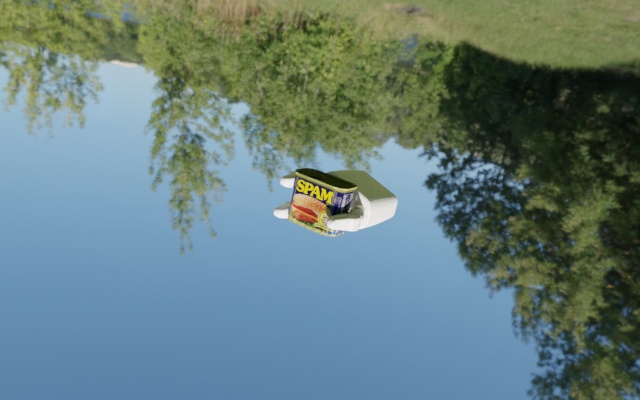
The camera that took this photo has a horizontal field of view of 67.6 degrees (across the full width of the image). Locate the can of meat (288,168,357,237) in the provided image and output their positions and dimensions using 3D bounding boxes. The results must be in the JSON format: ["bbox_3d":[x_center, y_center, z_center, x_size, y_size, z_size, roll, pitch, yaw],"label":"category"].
[{"bbox_3d":[0.000,0.003,0.775,0.102,0.084,0.057,22,20,28],"label":"can of meat"}]
